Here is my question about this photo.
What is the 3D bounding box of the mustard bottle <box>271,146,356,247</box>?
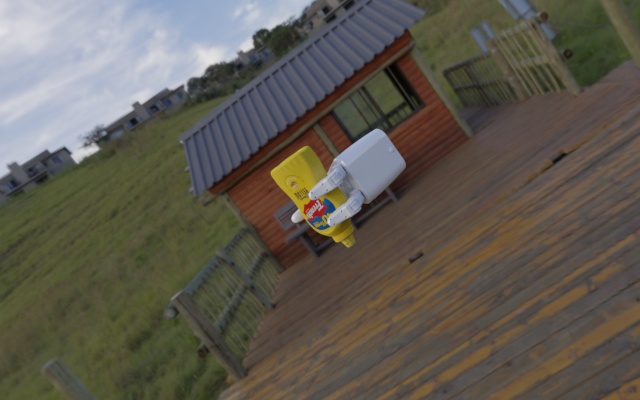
[{"bbox_3d":[0.000,0.003,0.843,0.096,0.191,0.058,-29,11,44],"label":"mustard bottle"}]
